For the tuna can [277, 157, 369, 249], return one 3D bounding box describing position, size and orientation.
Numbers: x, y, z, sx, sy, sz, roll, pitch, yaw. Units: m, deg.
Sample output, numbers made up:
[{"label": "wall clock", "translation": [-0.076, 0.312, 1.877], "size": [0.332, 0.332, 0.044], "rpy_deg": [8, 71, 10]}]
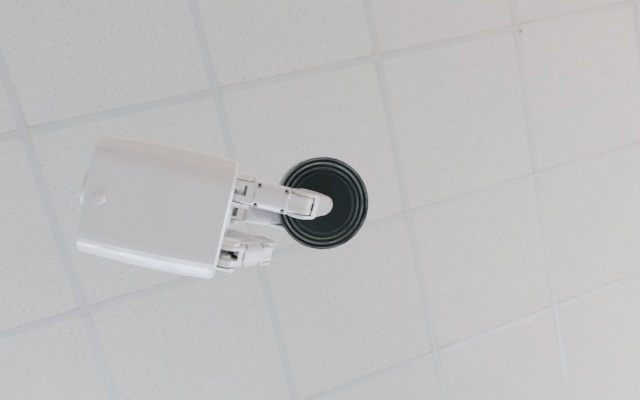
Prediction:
[{"label": "tuna can", "translation": [0.000, 0.001, 0.456], "size": [0.086, 0.086, 0.034], "rpy_deg": [0, 5, -10]}]
